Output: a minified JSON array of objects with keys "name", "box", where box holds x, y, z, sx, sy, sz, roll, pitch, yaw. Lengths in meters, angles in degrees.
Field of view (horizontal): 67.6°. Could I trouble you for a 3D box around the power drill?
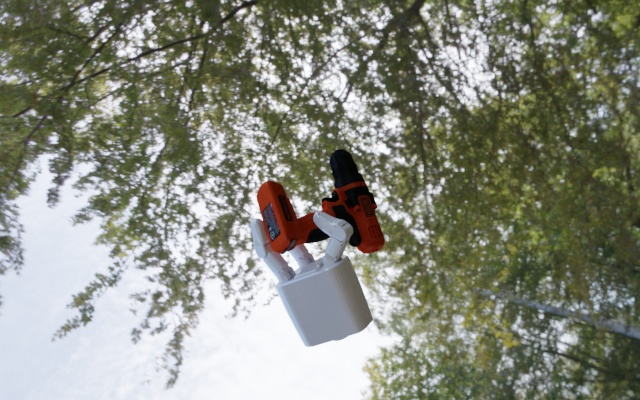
[{"name":"power drill","box":[0.000,0.003,0.741,0.187,0.184,0.057,-6,-25,-31]}]
